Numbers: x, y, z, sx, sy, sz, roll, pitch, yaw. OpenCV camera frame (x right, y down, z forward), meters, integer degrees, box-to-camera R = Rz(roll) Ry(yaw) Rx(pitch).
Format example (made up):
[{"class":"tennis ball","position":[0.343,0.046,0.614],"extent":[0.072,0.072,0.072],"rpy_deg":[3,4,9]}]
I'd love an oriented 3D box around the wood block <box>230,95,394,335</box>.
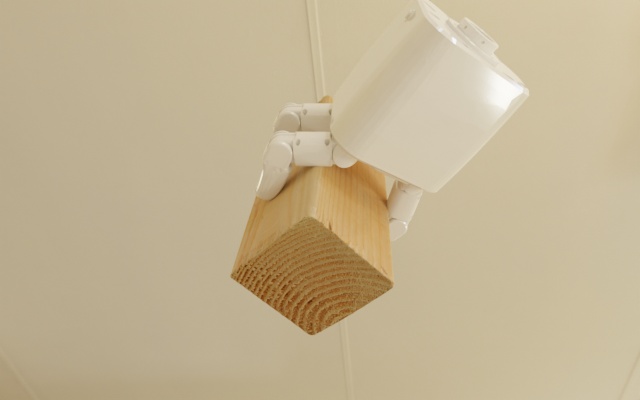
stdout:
[{"class":"wood block","position":[0.001,0.001,0.433],"extent":[0.090,0.091,0.206],"rpy_deg":[-38,24,26]}]
